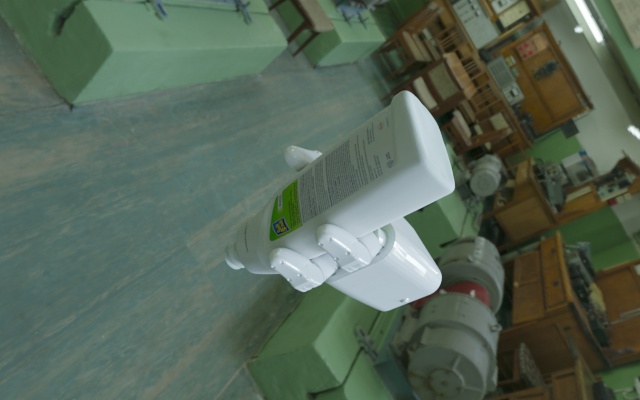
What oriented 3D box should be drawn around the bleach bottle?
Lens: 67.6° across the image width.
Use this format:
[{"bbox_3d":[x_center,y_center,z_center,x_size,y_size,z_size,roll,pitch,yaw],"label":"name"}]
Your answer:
[{"bbox_3d":[0.000,0.002,0.469,0.251,0.102,0.068,-29,-46,28],"label":"bleach bottle"}]
